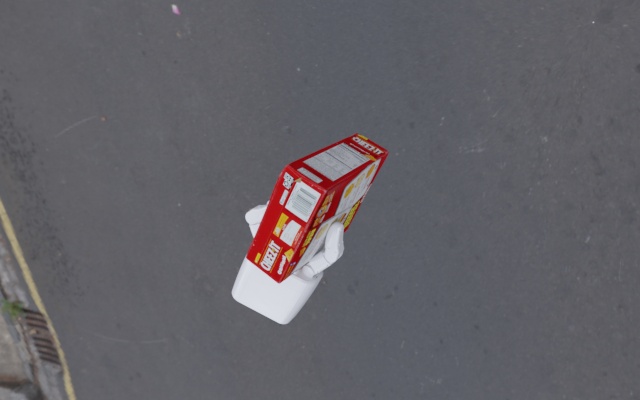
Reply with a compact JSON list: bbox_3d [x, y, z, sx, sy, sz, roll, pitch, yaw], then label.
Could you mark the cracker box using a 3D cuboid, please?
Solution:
[{"bbox_3d":[0.000,0.002,0.696,0.072,0.164,0.213,35,31,14],"label":"cracker box"}]
